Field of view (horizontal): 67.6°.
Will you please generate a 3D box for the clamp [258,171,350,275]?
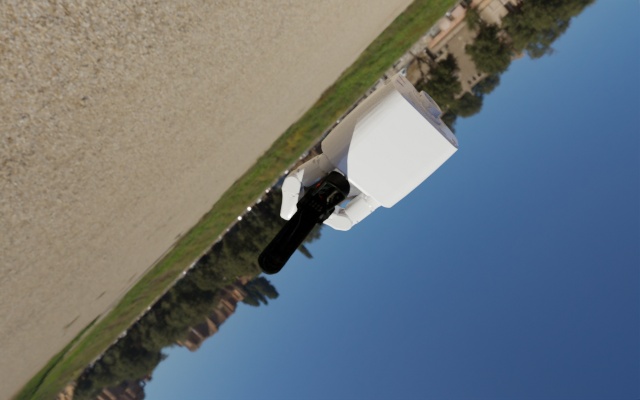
[{"bbox_3d":[0.000,0.002,0.501,0.120,0.039,0.171,-41,7,25],"label":"clamp"}]
